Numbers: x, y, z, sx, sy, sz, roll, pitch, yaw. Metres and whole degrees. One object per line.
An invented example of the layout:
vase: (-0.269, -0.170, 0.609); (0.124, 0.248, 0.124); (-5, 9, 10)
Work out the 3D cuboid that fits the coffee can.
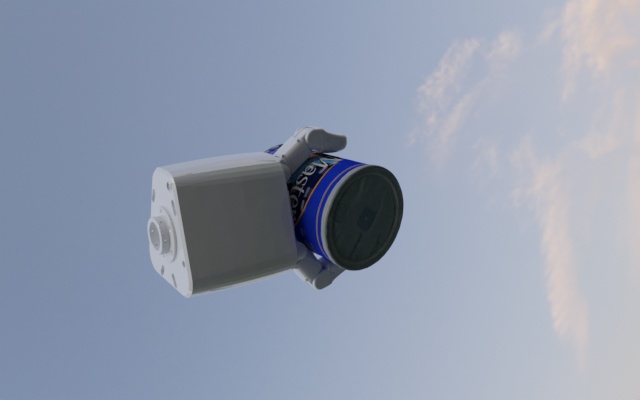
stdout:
coffee can: (0.000, 0.002, 0.498); (0.103, 0.103, 0.140); (0, 13, -40)
